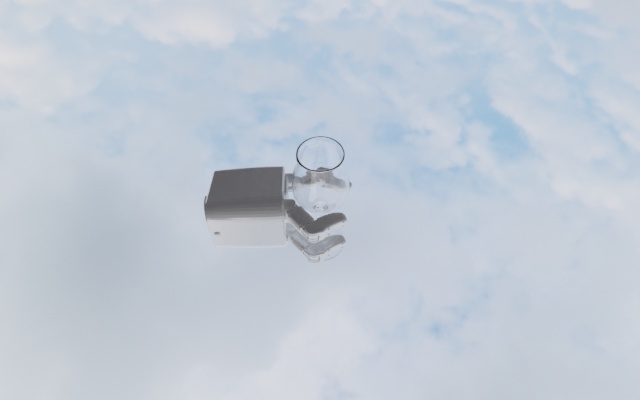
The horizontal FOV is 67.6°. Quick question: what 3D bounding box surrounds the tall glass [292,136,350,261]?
[{"bbox_3d":[0.000,0.003,0.676,0.079,0.079,0.201,0,-38,0],"label":"tall glass"}]
